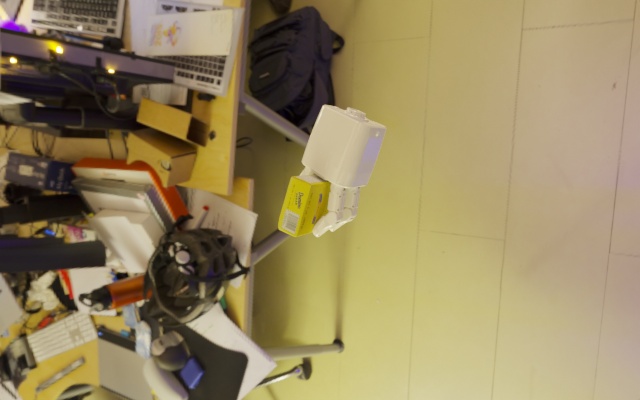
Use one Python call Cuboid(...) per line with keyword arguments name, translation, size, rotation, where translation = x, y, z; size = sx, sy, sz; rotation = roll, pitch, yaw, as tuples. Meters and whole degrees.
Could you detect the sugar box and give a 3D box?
Cuboid(name="sugar box", translation=(0.001, 0.003, 0.829), size=(0.048, 0.093, 0.176), rotation=(25, 18, 27))
